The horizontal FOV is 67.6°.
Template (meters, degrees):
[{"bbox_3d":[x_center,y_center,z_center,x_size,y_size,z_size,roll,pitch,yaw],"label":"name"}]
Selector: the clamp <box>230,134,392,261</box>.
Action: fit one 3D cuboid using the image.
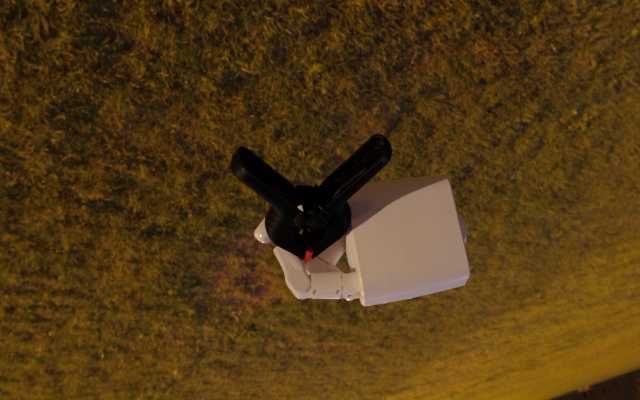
[{"bbox_3d":[0.000,0.002,0.412,0.120,0.039,0.172,-6,-29,2],"label":"clamp"}]
